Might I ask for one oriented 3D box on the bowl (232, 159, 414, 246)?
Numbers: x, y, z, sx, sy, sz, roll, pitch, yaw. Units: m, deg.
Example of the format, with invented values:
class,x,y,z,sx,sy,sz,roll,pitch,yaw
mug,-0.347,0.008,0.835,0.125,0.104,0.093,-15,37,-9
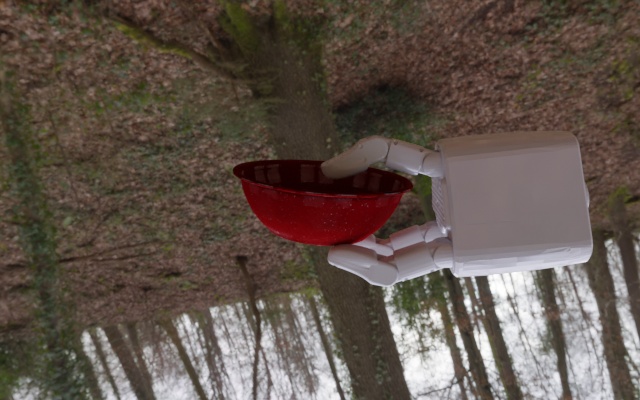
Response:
class,x,y,z,sx,sy,sz,roll,pitch,yaw
bowl,-0.001,0.002,0.436,0.162,0.055,0.162,5,13,-1
